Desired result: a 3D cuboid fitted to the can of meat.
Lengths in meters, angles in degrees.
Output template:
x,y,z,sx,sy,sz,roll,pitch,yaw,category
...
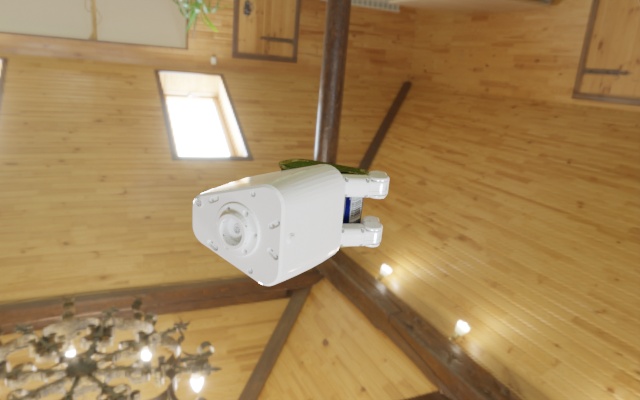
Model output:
x,y,z,sx,sy,sz,roll,pitch,yaw,category
0.000,0.002,0.554,0.102,0.084,0.057,12,17,25,can of meat
